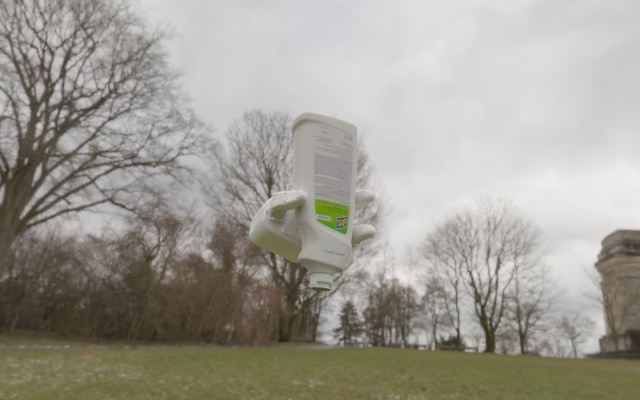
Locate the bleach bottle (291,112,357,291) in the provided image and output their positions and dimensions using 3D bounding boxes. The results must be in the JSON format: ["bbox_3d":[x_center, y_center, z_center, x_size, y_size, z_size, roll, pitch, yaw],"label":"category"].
[{"bbox_3d":[0.000,0.002,0.690,0.102,0.250,0.068,11,-22,-19],"label":"bleach bottle"}]
